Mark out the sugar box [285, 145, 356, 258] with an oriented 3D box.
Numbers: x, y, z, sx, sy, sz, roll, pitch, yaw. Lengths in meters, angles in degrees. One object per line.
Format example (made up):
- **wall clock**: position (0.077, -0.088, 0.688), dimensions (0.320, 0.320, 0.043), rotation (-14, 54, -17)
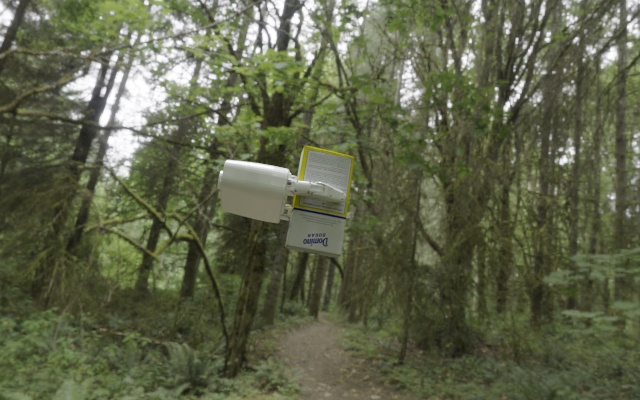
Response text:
- **sugar box**: position (0.000, 0.003, 0.813), dimensions (0.093, 0.176, 0.048), rotation (12, -13, -8)
